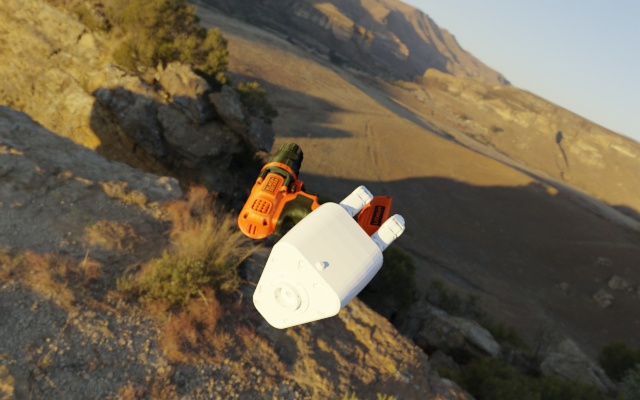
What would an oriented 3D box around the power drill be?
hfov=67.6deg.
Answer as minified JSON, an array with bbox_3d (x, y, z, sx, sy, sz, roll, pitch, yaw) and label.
[{"bbox_3d":[0.000,0.002,0.660,0.187,0.057,0.184,19,45,3],"label":"power drill"}]
